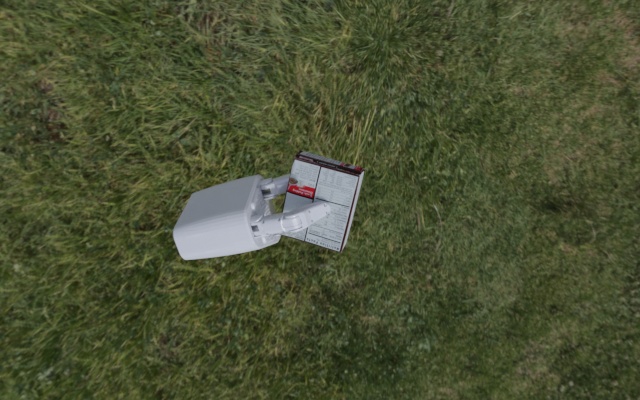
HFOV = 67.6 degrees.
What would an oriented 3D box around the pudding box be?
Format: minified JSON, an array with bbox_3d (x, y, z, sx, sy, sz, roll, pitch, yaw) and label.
[{"bbox_3d":[0.000,0.002,0.616,0.090,0.113,0.039,16,22,7],"label":"pudding box"}]
